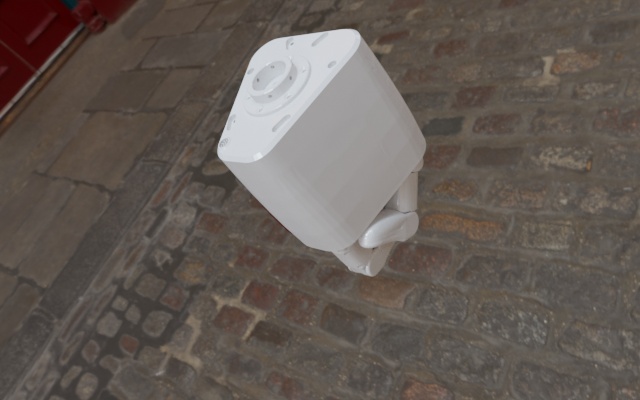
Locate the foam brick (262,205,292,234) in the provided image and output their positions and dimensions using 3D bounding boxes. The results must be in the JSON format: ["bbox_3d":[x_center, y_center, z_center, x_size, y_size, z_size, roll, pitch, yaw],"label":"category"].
[{"bbox_3d":[0.000,0.001,0.412,0.078,0.053,0.051,9,-26,40],"label":"foam brick"}]
